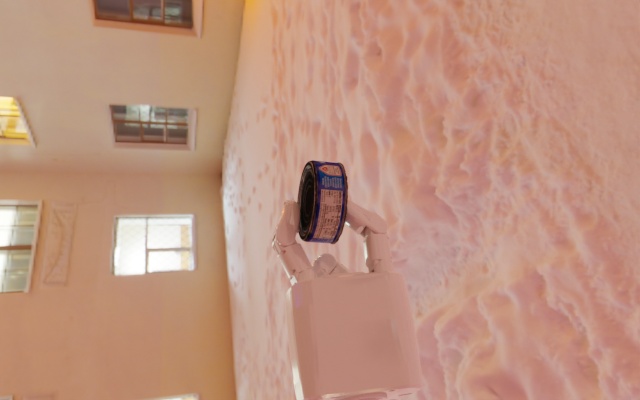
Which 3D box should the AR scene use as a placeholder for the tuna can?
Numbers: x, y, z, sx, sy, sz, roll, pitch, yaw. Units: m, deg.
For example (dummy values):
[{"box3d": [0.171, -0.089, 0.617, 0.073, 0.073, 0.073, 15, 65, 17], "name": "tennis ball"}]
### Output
[{"box3d": [0.000, 0.002, 0.495, 0.034, 0.086, 0.086, 5, -1, -14], "name": "tuna can"}]
